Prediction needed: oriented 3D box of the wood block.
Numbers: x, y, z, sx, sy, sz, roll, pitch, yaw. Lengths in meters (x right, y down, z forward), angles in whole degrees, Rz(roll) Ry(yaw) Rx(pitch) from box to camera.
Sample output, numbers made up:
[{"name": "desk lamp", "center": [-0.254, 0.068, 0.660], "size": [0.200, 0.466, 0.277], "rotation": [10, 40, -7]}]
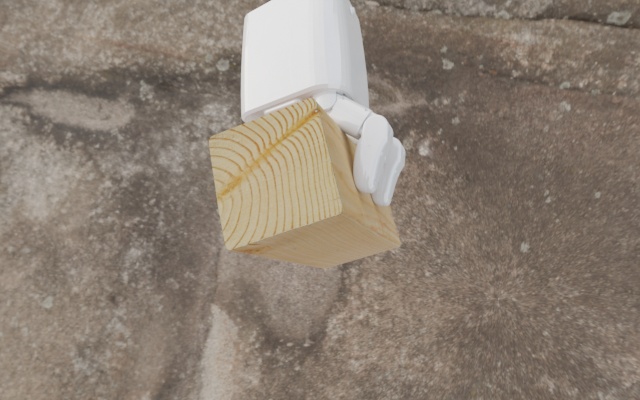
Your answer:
[{"name": "wood block", "center": [0.000, 0.001, 0.426], "size": [0.091, 0.090, 0.206], "rotation": [-18, -17, 16]}]
